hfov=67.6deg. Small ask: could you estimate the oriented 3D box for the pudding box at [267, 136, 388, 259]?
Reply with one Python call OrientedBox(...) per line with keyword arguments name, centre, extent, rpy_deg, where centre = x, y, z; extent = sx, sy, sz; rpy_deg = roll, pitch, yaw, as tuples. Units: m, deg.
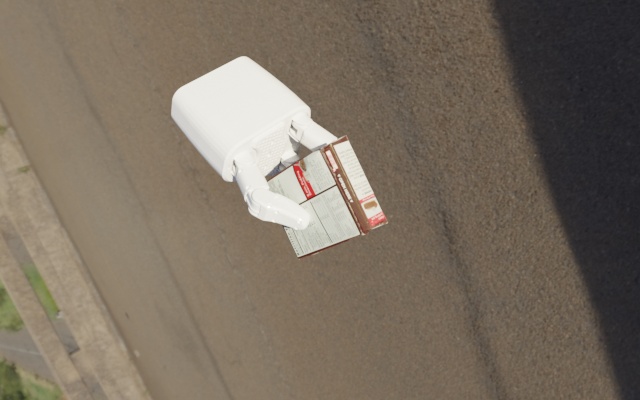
OrientedBox(name="pudding box", centre=(0.000, 0.002, 0.465), extent=(0.039, 0.090, 0.113), rpy_deg=(-26, 0, -38))
